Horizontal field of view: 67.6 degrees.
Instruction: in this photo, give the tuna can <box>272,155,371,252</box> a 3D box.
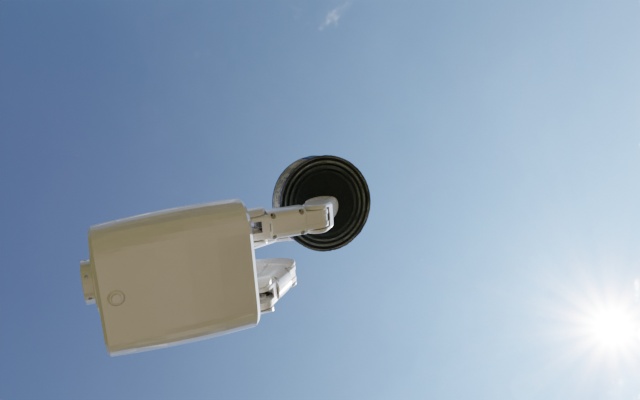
[{"bbox_3d":[0.000,0.001,0.436,0.086,0.086,0.033,0,6,-21],"label":"tuna can"}]
